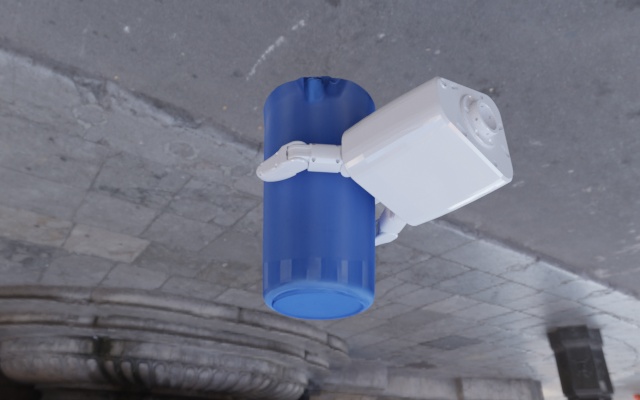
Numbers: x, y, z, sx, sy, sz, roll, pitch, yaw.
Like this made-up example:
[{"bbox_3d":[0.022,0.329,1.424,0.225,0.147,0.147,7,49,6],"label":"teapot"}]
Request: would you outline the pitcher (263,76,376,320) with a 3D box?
[{"bbox_3d":[0.000,0.002,0.523,0.149,0.242,0.145,24,-37,-36],"label":"pitcher"}]
